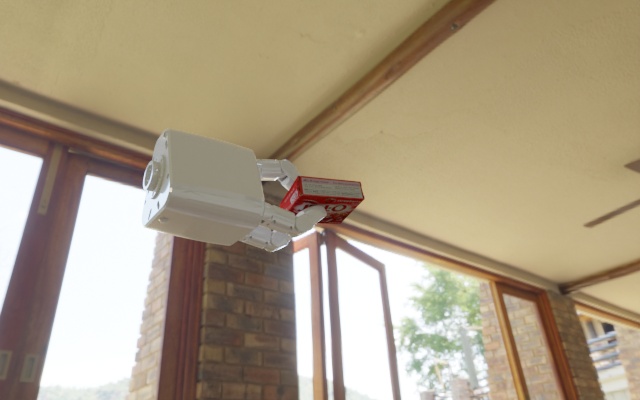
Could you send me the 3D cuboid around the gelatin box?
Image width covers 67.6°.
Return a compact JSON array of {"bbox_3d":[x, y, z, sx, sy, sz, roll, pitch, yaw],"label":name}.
[{"bbox_3d":[0.000,0.002,0.612,0.089,0.030,0.073,3,-29,-24],"label":"gelatin box"}]
